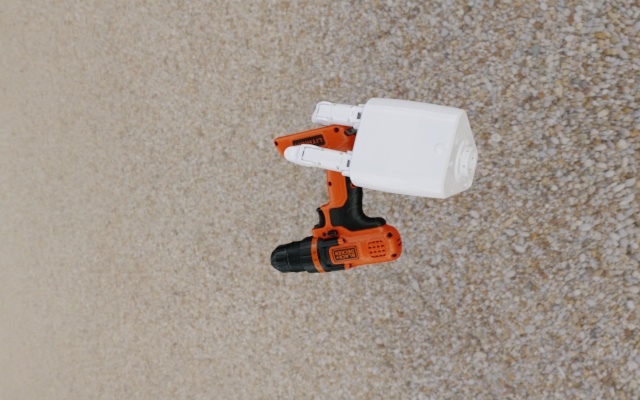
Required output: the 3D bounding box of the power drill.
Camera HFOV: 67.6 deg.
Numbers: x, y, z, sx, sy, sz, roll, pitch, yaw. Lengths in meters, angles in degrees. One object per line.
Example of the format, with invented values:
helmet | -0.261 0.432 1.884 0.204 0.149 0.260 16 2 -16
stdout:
power drill | 0.000 0.002 0.618 0.184 0.188 0.057 -11 9 22
